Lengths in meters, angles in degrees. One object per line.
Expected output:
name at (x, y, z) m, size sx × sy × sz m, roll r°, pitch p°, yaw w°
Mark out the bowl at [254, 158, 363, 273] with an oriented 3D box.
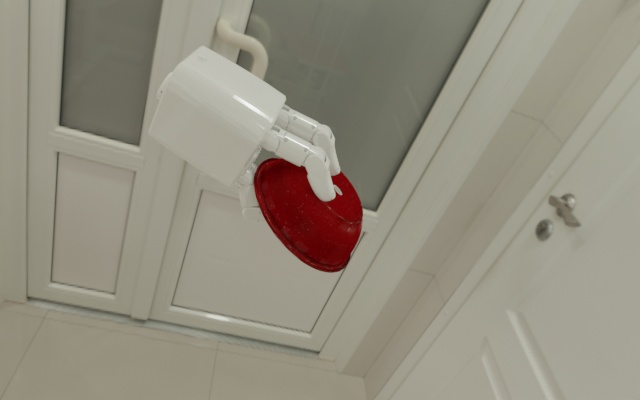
bowl at (0.001, 0.002, 0.565) m, size 0.055 × 0.162 × 0.162 m, roll -37°, pitch -19°, yaw 27°
